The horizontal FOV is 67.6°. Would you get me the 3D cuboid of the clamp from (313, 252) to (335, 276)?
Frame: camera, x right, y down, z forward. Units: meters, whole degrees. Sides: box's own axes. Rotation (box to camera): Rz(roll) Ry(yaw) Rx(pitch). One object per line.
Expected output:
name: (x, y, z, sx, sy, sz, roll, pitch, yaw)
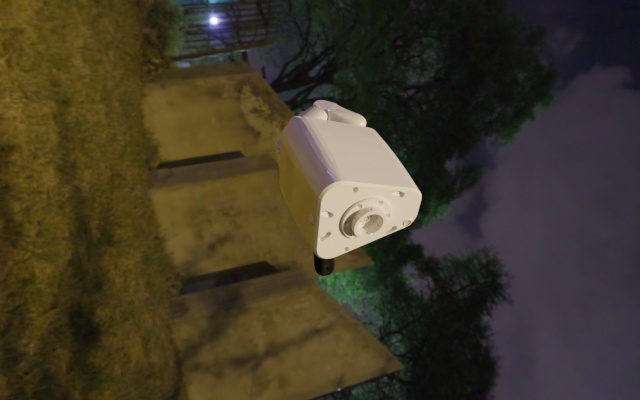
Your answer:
clamp: (0.001, 0.002, 0.571, 0.039, 0.172, 0.120, -10, 41, -17)
